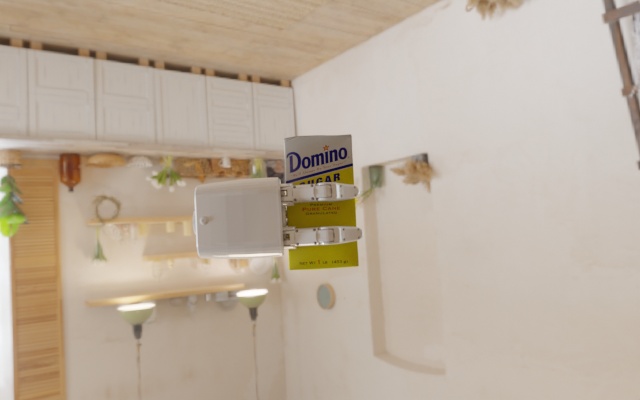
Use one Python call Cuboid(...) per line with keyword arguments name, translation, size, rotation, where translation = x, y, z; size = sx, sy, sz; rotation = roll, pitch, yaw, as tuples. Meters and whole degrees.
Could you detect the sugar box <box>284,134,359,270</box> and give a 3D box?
Cuboid(name="sugar box", translation=(0.000, 0.002, 0.638), size=(0.093, 0.176, 0.048), rotation=(-3, -4, -3))
